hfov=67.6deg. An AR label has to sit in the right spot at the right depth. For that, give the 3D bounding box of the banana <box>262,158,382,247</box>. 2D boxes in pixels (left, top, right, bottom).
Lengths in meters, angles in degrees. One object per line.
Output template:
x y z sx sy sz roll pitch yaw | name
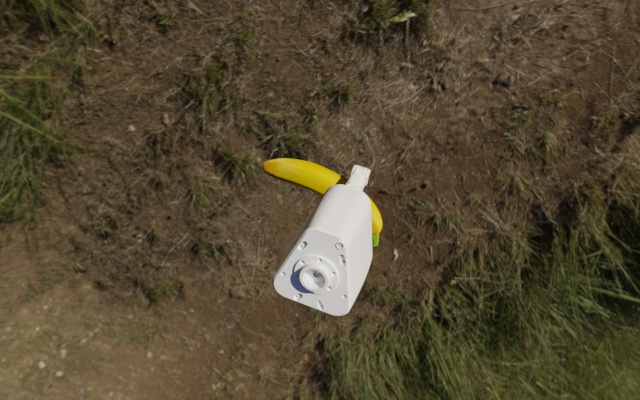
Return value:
0.012 -0.008 0.648 0.198 0.070 0.037 36 34 -3 | banana
